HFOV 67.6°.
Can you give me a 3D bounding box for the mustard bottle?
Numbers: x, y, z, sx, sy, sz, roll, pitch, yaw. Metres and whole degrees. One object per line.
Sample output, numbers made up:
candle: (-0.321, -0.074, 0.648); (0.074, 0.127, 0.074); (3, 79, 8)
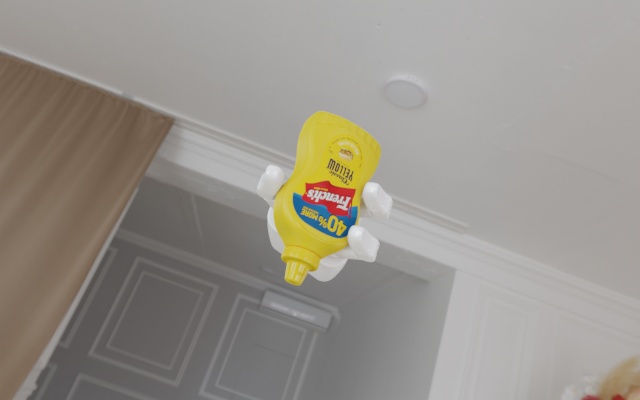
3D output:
mustard bottle: (0.000, 0.001, 0.530); (0.096, 0.191, 0.058); (28, -24, -21)
